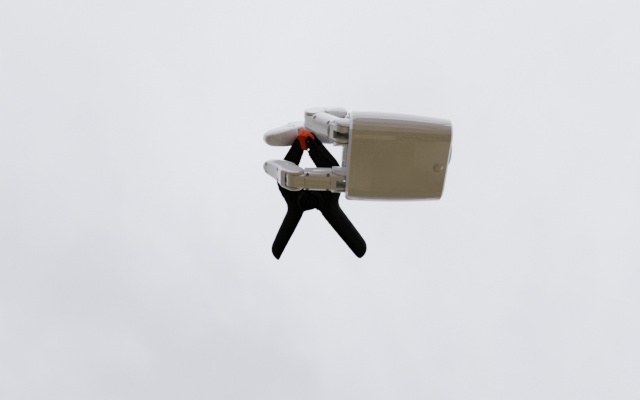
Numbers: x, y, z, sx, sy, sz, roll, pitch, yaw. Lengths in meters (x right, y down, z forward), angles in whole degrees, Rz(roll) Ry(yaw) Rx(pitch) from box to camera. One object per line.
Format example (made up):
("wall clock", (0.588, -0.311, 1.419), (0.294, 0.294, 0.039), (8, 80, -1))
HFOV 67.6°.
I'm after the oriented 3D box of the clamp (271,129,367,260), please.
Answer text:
("clamp", (0.000, 0.001, 0.575), (0.120, 0.171, 0.039), (3, 27, 1))
